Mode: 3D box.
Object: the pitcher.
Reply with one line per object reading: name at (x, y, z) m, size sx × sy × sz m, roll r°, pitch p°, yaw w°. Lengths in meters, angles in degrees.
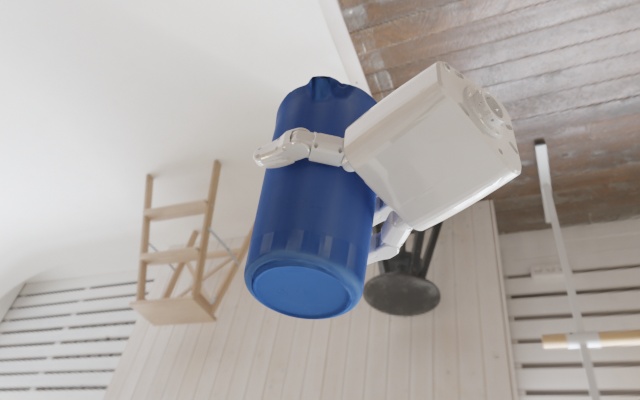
pitcher at (0.000, 0.002, 0.508) m, size 0.149 × 0.242 × 0.145 m, roll 33°, pitch -47°, yaw -24°
